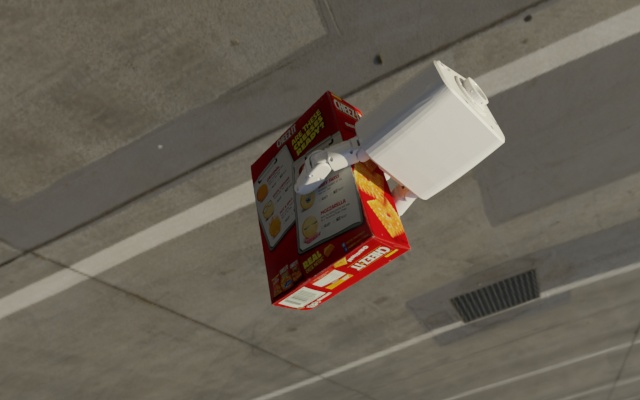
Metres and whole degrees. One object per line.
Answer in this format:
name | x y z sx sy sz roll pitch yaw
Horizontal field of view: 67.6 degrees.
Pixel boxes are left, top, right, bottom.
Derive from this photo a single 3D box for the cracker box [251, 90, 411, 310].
cracker box | 0.000 0.002 0.581 0.072 0.213 0.164 21 -48 -39
